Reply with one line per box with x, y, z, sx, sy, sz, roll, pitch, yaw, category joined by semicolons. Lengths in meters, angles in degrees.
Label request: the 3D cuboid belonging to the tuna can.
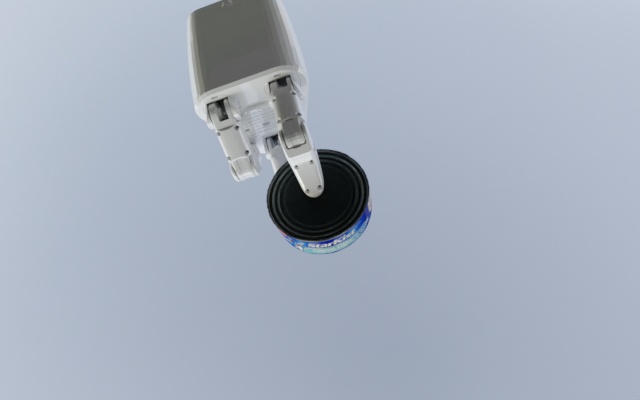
0.000;0.002;0.403;0.086;0.086;0.034;0;-27;12;tuna can
